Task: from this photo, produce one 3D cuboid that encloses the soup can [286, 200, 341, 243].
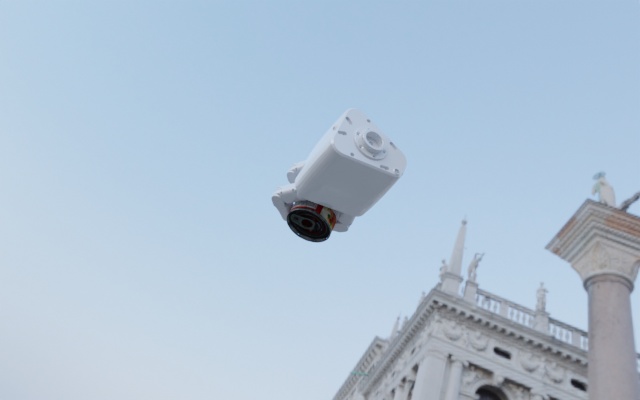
[{"bbox_3d":[0.000,0.002,0.709,0.068,0.068,0.102,0,43,29],"label":"soup can"}]
